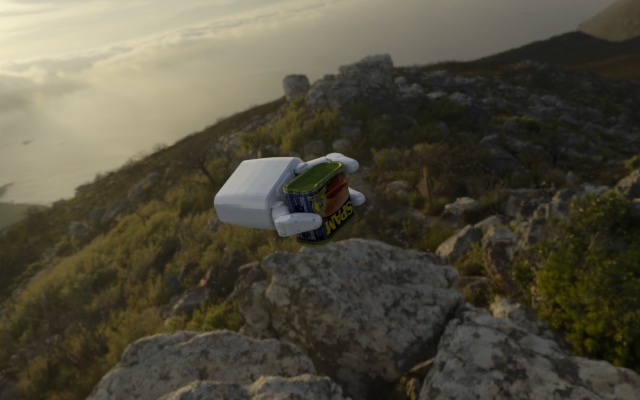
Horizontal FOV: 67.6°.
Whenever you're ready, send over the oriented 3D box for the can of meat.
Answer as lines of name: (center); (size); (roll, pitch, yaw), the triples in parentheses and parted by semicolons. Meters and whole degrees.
can of meat: (0.000, 0.002, 0.663); (0.057, 0.084, 0.102); (4, 30, 36)
